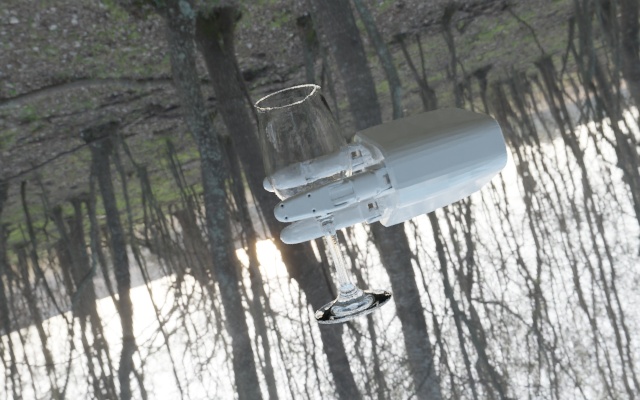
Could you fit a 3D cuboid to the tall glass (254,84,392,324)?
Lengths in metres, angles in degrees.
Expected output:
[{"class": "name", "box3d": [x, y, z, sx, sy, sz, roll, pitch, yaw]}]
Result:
[{"class": "tall glass", "box3d": [0.000, 0.002, 0.431, 0.079, 0.201, 0.079, -18, 2, 1]}]
